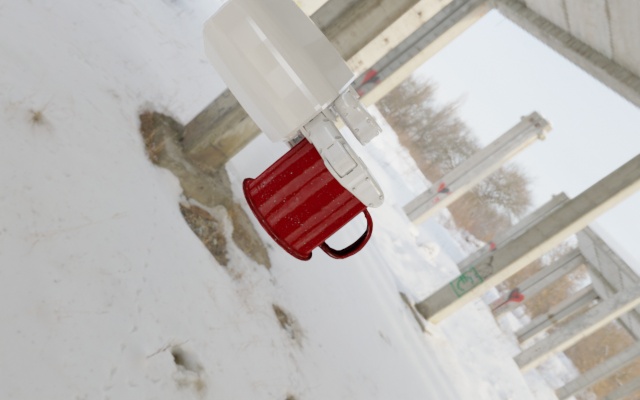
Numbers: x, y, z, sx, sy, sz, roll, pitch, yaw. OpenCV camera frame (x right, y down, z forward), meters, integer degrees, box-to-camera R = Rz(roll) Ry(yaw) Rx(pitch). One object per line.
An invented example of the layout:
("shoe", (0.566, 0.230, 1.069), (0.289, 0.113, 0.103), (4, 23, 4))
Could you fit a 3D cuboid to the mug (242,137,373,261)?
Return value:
("mug", (0.001, 0.002, 0.422), (0.081, 0.117, 0.093), (-38, 12, 12))
